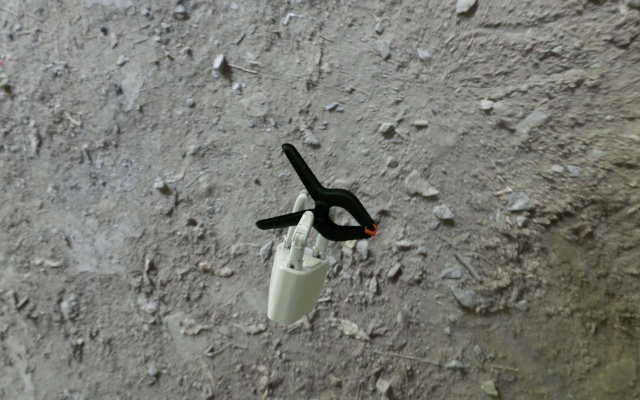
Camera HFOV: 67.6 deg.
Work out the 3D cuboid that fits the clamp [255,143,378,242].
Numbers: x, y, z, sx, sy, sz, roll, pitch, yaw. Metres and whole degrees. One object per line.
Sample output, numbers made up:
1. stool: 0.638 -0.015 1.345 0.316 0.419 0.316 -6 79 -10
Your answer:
1. clamp: 0.000 0.003 0.810 0.210 0.165 0.036 17 21 9
